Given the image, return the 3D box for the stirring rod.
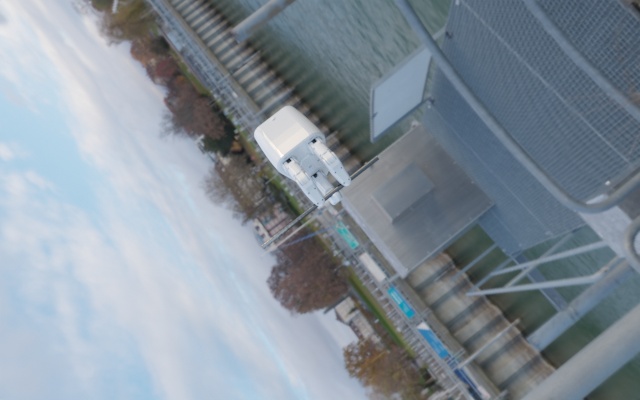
[{"bbox_3d":[0.000,0.002,0.788,0.239,0.011,0.011,-38,2,-3],"label":"stirring rod"}]
